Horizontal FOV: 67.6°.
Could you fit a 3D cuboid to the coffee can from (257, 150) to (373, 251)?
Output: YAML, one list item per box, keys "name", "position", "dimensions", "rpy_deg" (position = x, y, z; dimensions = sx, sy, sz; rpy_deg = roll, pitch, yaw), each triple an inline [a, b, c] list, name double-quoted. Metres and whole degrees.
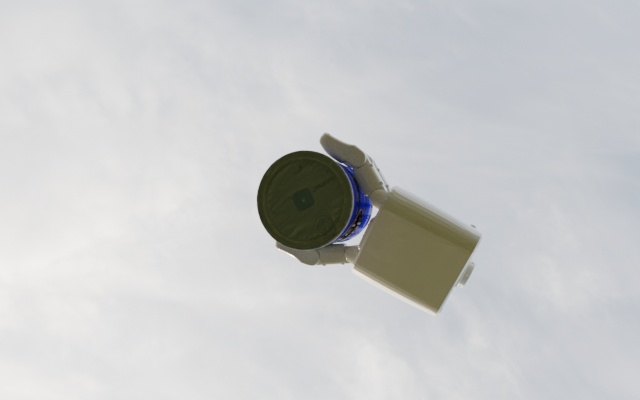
- name: "coffee can"
  position: [0.000, 0.002, 0.552]
  dimensions: [0.103, 0.103, 0.140]
  rpy_deg: [0, -2, 15]
